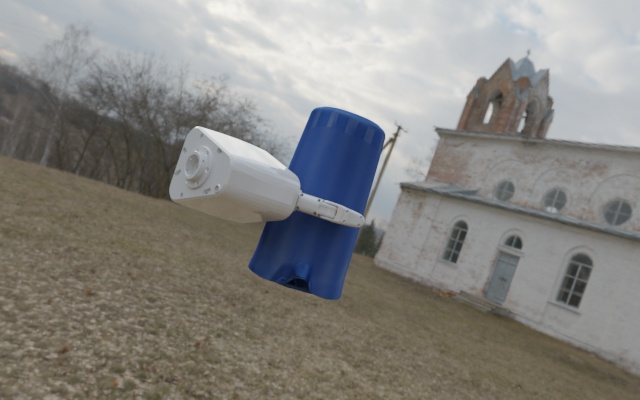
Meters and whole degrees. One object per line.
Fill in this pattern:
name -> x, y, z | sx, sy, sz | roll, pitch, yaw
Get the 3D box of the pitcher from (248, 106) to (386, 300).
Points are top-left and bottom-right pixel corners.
pitcher -> 0.000, 0.002, 0.663 | 0.149, 0.243, 0.145 | 19, 0, 42
